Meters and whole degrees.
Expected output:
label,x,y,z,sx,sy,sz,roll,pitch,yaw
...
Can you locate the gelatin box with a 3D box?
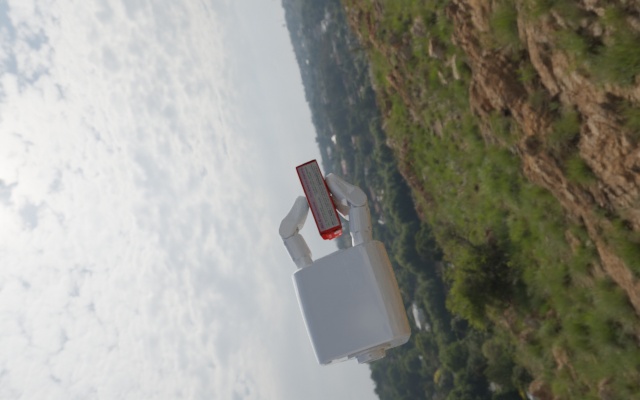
label,x,y,z,sx,sy,sz,roll,pitch,yaw
gelatin box,0.000,0.002,0.583,0.030,0.089,0.073,-21,-10,-1
